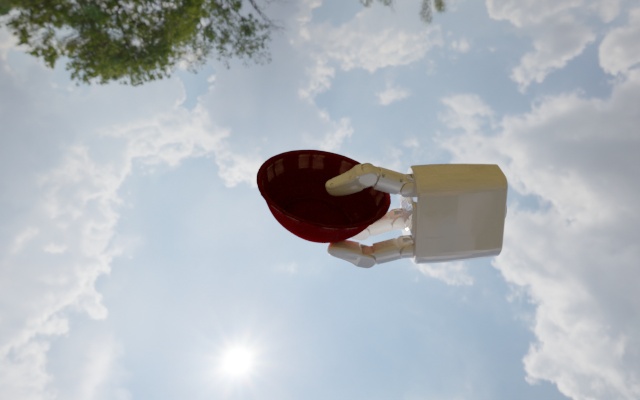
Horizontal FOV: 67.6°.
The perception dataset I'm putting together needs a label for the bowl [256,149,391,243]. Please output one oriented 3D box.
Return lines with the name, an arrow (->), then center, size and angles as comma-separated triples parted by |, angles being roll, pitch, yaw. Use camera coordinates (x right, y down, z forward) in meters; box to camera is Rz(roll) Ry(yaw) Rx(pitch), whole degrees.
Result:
bowl -> -0.001, 0.002, 0.579 | 0.162, 0.055, 0.162 | 9, 35, -6
